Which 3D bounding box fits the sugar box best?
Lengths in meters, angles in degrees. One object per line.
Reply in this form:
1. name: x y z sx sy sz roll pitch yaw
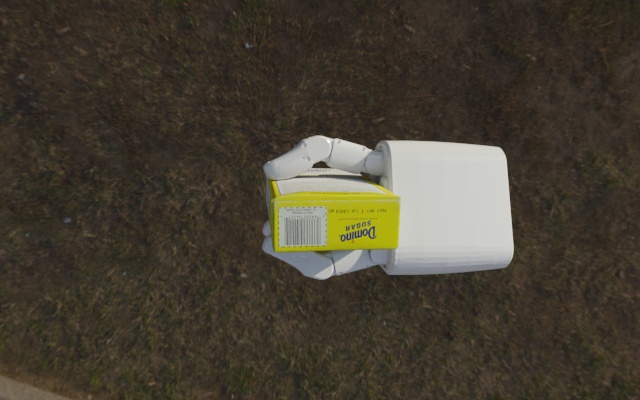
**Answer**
1. sugar box: 0.000 0.002 0.418 0.093 0.048 0.176 0 8 -7
